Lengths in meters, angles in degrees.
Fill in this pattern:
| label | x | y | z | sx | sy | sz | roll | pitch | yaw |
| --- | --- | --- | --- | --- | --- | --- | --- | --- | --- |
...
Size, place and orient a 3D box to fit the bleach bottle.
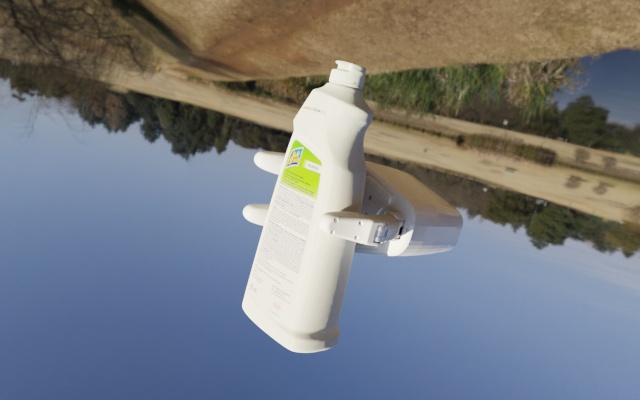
| label | x | y | z | sx | sy | sz | roll | pitch | yaw |
| --- | --- | --- | --- | --- | --- | --- | --- | --- | --- |
| bleach bottle | 0.000 | 0.001 | 0.439 | 0.068 | 0.251 | 0.102 | 6 | 13 | -45 |
